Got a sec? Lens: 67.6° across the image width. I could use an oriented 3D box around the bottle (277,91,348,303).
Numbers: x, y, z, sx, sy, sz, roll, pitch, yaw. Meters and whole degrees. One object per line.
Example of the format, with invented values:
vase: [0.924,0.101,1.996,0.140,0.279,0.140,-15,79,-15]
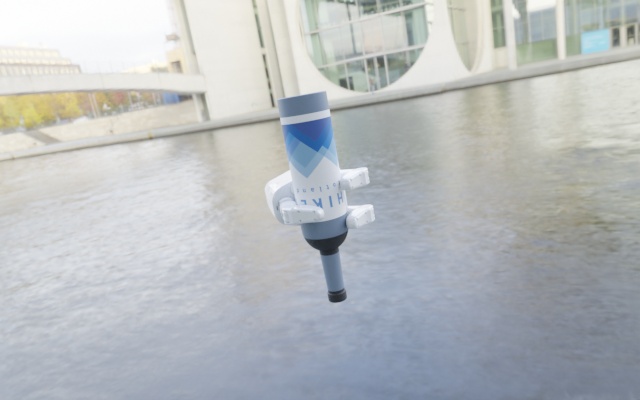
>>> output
bottle: [0.000,0.002,0.662,0.069,0.296,0.069,-10,13,2]
